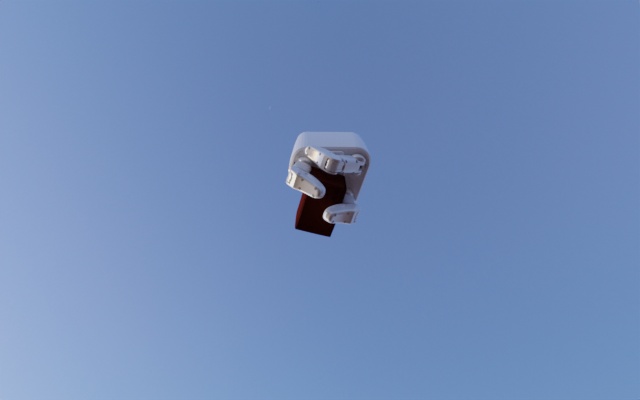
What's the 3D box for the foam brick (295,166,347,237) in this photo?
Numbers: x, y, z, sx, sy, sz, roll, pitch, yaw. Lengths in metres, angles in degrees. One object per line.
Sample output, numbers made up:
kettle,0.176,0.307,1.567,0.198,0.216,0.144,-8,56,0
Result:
foam brick,0.000,0.002,0.666,0.053,0.078,0.051,16,22,-8
